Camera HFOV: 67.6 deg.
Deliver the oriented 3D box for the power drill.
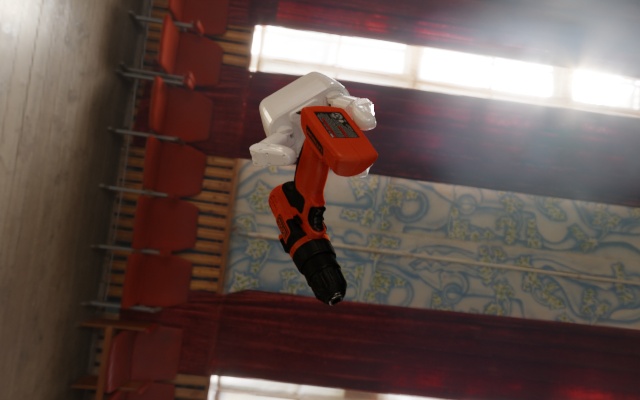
[{"bbox_3d":[0.000,0.001,0.552,0.057,0.188,0.184,-6,46,-30],"label":"power drill"}]
